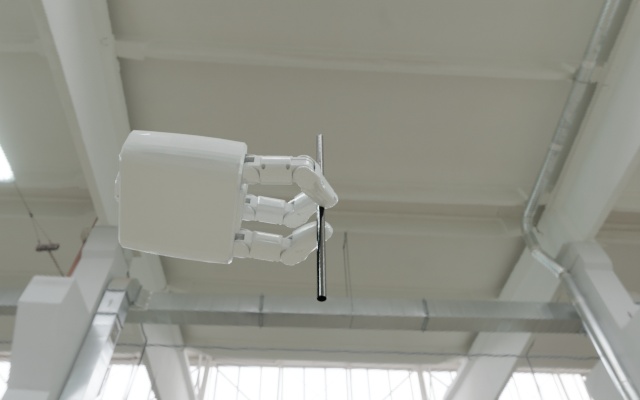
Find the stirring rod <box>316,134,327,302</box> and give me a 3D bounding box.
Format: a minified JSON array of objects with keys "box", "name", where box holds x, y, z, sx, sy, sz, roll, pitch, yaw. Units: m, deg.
[{"box":[0.000,0.002,0.473,0.011,0.011,0.239,0,40,-1],"name":"stirring rod"}]
